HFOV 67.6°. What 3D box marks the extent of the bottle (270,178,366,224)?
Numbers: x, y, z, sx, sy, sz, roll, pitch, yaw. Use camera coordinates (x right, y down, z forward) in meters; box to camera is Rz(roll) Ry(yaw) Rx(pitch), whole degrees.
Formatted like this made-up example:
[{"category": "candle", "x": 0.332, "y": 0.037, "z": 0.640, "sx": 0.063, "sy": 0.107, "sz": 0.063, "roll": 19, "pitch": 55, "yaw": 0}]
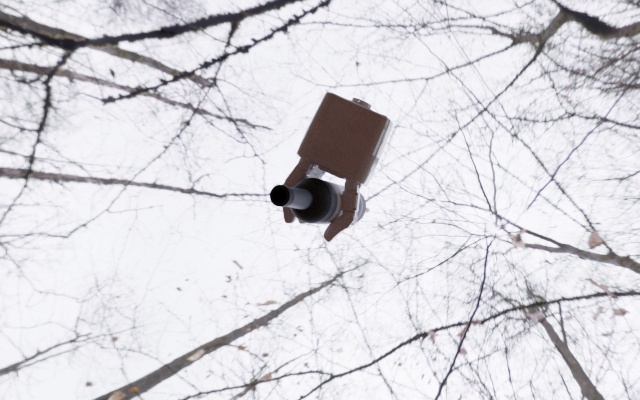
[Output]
[{"category": "bottle", "x": 0.000, "y": 0.002, "z": 0.719, "sx": 0.069, "sy": 0.069, "sz": 0.296, "roll": 0, "pitch": -3, "yaw": 20}]
